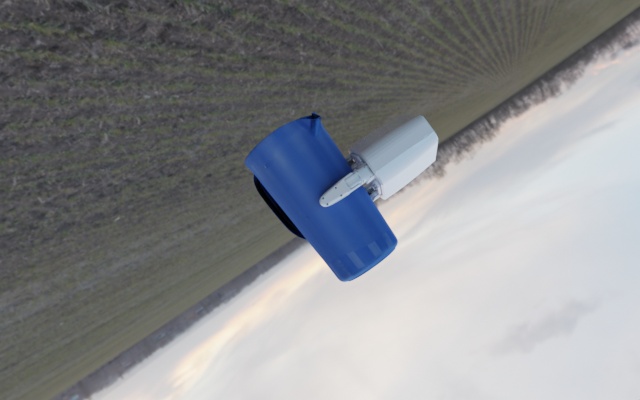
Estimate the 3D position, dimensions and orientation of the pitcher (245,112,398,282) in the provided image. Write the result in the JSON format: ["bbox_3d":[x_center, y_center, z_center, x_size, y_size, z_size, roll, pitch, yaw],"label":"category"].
[{"bbox_3d":[0.000,0.002,0.730,0.145,0.243,0.149,-36,-3,-2],"label":"pitcher"}]
